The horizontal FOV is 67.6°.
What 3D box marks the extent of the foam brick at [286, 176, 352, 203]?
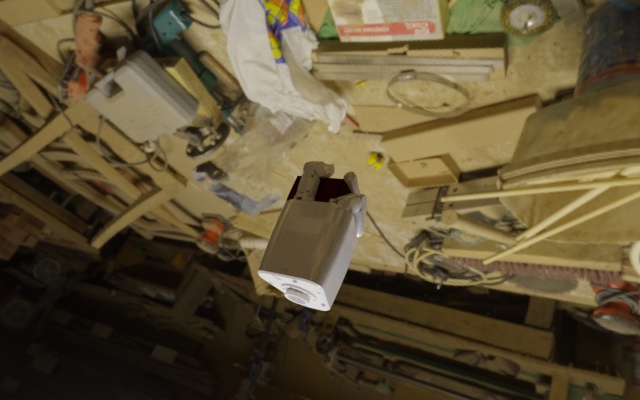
[{"bbox_3d":[0.000,0.002,0.665,0.078,0.051,0.053,6,-30,31],"label":"foam brick"}]
